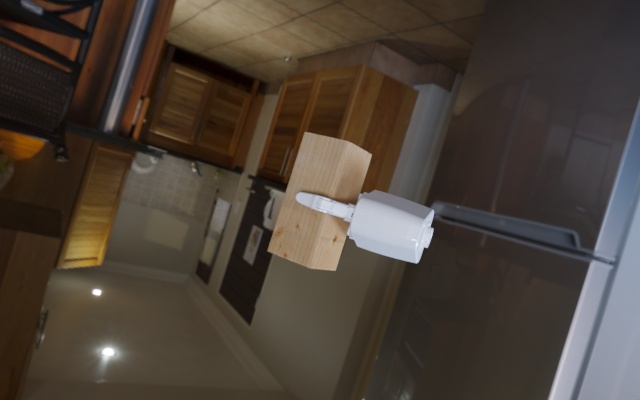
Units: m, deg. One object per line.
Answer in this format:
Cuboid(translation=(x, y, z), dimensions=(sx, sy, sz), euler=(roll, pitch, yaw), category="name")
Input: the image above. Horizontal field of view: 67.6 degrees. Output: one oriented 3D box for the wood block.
Cuboid(translation=(0.000, 0.003, 0.792), dimensions=(0.090, 0.206, 0.091), euler=(17, 0, 32), category="wood block")
